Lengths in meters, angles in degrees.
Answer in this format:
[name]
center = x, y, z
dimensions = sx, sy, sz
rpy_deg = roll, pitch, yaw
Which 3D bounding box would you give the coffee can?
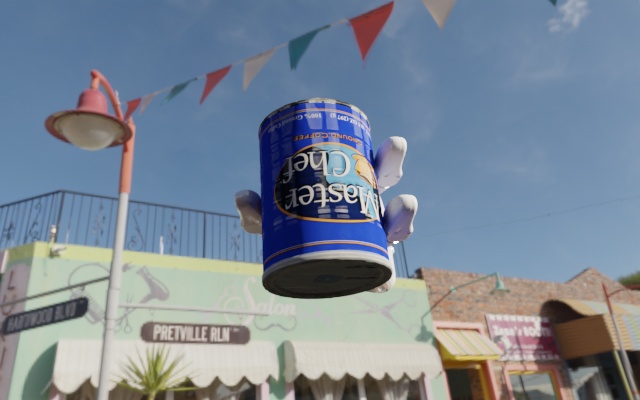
[coffee can]
center = 0.000, 0.001, 0.404
dimensions = 0.103, 0.140, 0.103
rpy_deg = -4, -26, -2
